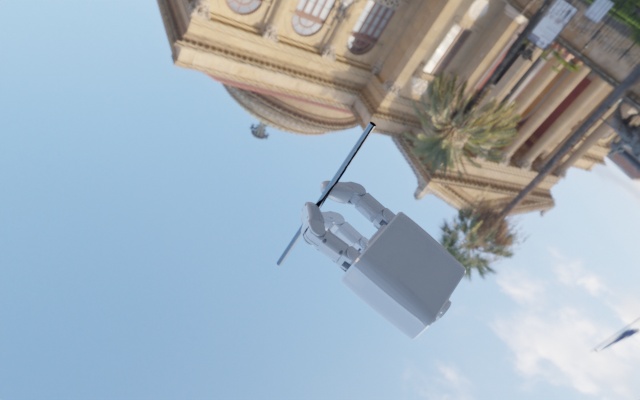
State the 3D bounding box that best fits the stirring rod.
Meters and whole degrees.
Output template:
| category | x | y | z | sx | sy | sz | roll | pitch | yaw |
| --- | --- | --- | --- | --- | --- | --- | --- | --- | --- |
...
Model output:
| category | x | y | z | sx | sy | sz | roll | pitch | yaw |
| --- | --- | --- | --- | --- | --- | --- | --- | --- | --- |
| stirring rod | 0.000 | 0.002 | 0.573 | 0.011 | 0.011 | 0.240 | 0 | -44 | -39 |
